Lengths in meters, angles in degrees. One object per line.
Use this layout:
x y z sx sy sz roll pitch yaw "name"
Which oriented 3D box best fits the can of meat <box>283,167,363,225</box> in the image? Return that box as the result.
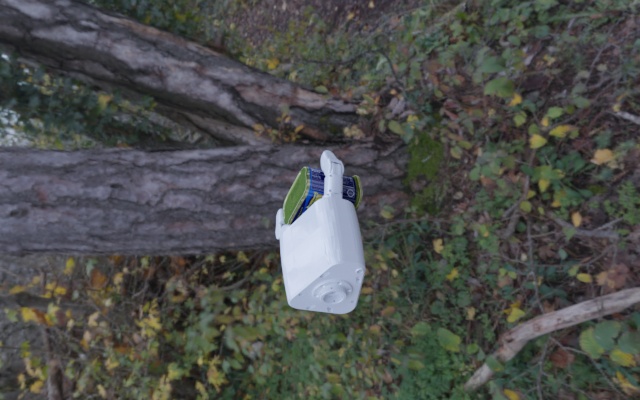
0.000 0.002 0.694 0.084 0.057 0.102 11 -45 -20 "can of meat"
